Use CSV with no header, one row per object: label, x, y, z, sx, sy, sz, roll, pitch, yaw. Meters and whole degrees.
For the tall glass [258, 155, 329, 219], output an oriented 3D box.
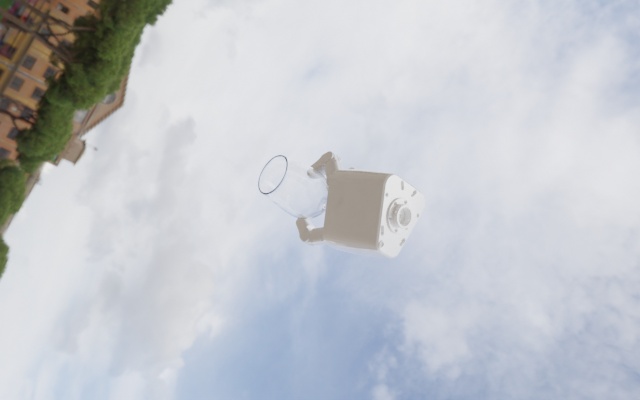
tall glass,0.000,0.003,0.735,0.201,0.079,0.079,30,-19,-37
